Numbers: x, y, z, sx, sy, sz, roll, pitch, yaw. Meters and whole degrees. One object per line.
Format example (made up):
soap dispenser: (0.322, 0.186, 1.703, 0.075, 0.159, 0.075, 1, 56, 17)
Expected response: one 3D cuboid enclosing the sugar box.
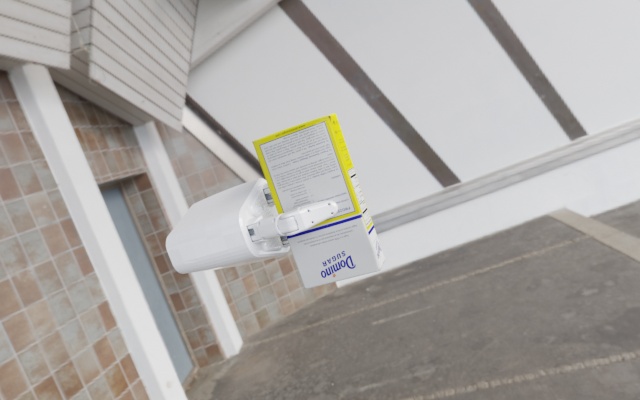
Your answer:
sugar box: (0.000, 0.002, 0.530, 0.093, 0.176, 0.048, -16, 9, 18)
